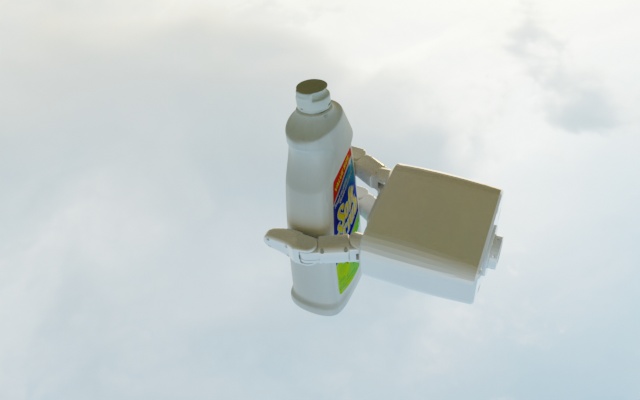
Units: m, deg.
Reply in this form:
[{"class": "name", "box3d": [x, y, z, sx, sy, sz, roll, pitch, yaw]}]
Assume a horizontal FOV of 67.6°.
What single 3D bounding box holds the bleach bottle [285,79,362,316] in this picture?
[{"class": "bleach bottle", "box3d": [0.000, 0.002, 0.488, 0.068, 0.251, 0.102, 14, 45, 23]}]
